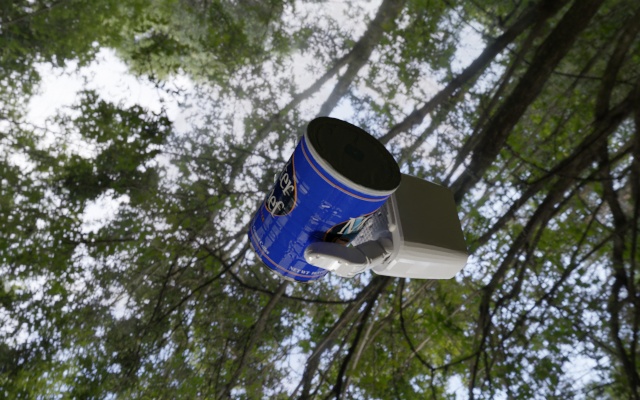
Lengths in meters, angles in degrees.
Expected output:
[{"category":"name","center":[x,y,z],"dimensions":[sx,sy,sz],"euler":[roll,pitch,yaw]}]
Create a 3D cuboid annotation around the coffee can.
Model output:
[{"category":"coffee can","center":[0.000,0.001,0.484],"dimensions":[0.103,0.102,0.140],"euler":[0,-43,-40]}]
